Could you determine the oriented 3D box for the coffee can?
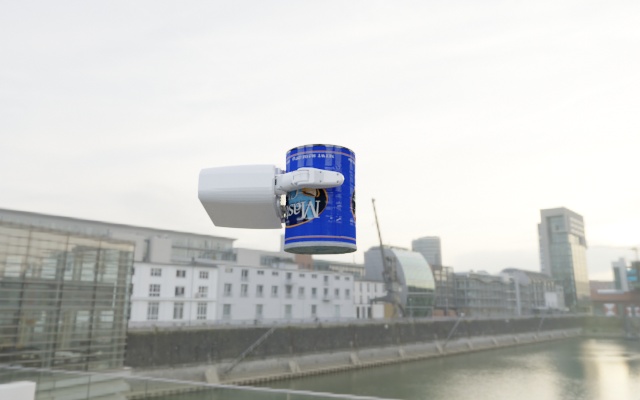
[{"bbox_3d":[0.000,0.002,0.677,0.103,0.140,0.103,0,-13,0],"label":"coffee can"}]
